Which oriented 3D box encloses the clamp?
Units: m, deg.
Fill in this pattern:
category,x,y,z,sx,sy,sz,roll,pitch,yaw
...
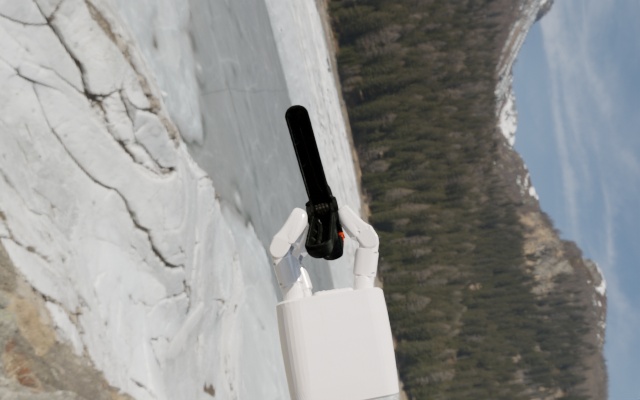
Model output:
category,x,y,z,sx,sy,sz,roll,pitch,yaw
clamp,0.001,0.002,0.542,0.036,0.164,0.210,-11,-19,5
